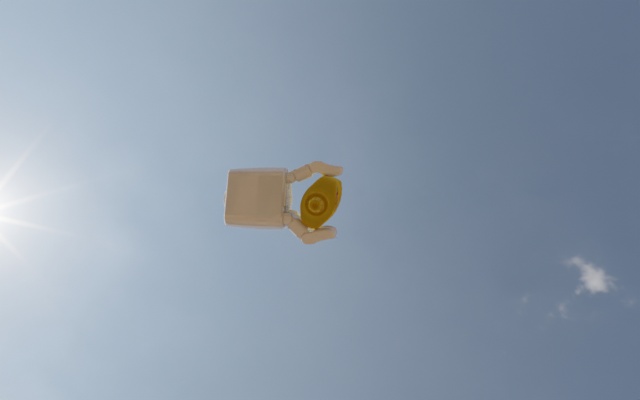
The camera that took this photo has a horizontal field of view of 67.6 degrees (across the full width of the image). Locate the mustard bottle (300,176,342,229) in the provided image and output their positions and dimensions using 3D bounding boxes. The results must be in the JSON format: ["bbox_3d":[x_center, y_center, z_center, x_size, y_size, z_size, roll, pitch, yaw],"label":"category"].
[{"bbox_3d":[0.000,0.003,0.858,0.058,0.096,0.191,26,5,4],"label":"mustard bottle"}]
